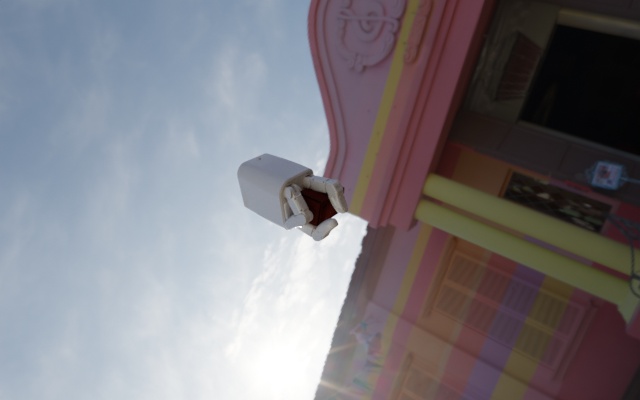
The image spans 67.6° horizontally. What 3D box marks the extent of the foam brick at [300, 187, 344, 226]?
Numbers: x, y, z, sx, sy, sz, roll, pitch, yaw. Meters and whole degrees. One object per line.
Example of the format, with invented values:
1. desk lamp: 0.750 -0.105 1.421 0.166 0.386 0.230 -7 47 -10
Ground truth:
1. foam brick: 0.000 0.003 0.859 0.051 0.053 0.078 23 33 28
